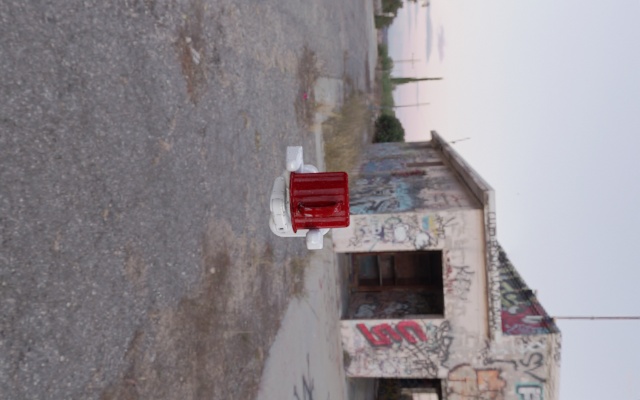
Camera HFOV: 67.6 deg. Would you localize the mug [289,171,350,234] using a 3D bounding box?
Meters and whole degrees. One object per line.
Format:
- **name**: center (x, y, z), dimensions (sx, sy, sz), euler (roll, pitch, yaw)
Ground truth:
- **mug**: center (0.000, 0.002, 0.678), dimensions (0.081, 0.093, 0.117), euler (-2, 10, 3)
